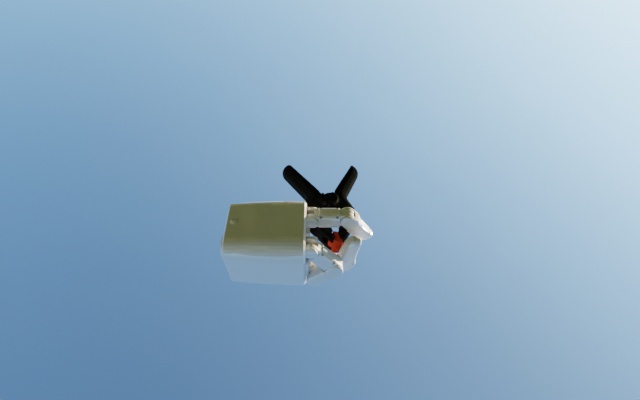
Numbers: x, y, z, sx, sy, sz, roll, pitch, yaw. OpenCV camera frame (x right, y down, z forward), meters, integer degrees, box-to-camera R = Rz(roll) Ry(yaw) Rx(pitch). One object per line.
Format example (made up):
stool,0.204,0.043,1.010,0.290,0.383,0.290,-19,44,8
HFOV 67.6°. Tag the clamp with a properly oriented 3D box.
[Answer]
clamp,0.000,0.003,0.715,0.120,0.039,0.171,1,42,-1
